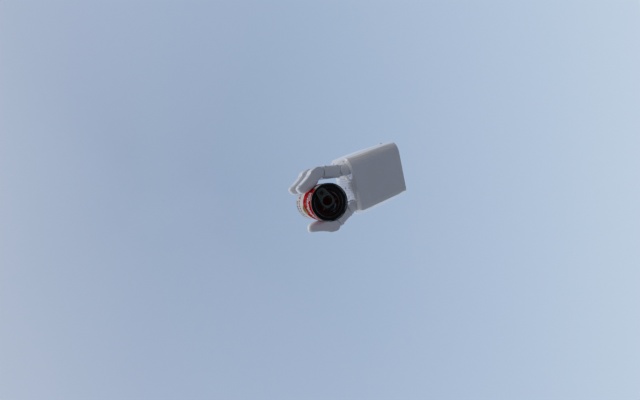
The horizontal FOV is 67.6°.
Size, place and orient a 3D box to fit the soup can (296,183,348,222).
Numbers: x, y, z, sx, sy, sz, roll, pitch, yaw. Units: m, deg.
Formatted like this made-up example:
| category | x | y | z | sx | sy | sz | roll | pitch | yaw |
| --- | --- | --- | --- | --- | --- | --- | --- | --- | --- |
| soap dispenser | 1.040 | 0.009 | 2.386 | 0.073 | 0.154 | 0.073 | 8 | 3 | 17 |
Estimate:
| category | x | y | z | sx | sy | sz | roll | pitch | yaw |
| --- | --- | --- | --- | --- | --- | --- | --- | --- | --- |
| soup can | 0.000 | 0.003 | 0.869 | 0.068 | 0.068 | 0.102 | 0 | 0 | -18 |
